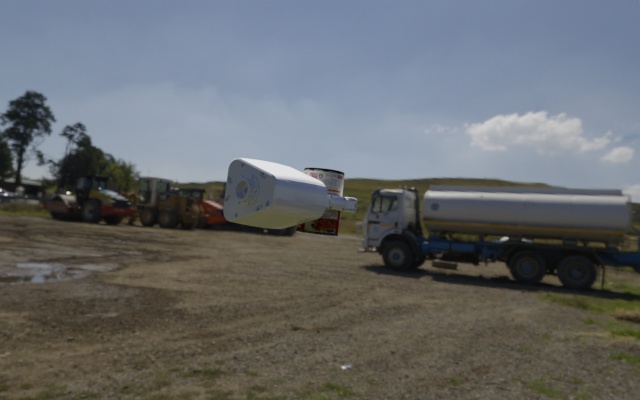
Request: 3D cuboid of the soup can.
[{"bbox_3d":[0.001,0.002,0.762,0.068,0.102,0.068,7,-2,0],"label":"soup can"}]
